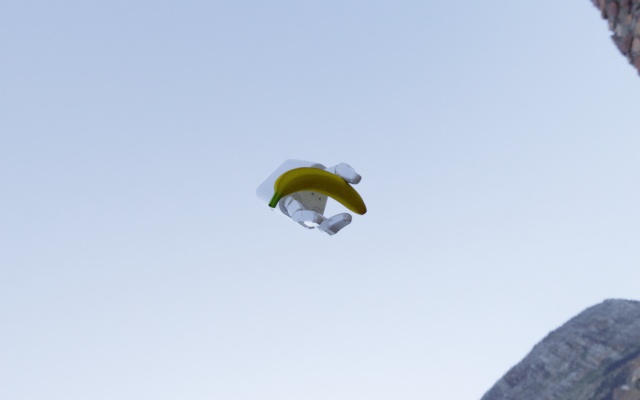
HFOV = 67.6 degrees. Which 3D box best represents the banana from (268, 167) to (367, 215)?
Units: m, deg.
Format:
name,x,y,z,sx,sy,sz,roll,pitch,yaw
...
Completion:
name,x,y,z,sx,sy,sz,roll,pitch,yaw
banana,-0.001,-0.016,0.762,0.198,0.069,0.037,5,1,-37
